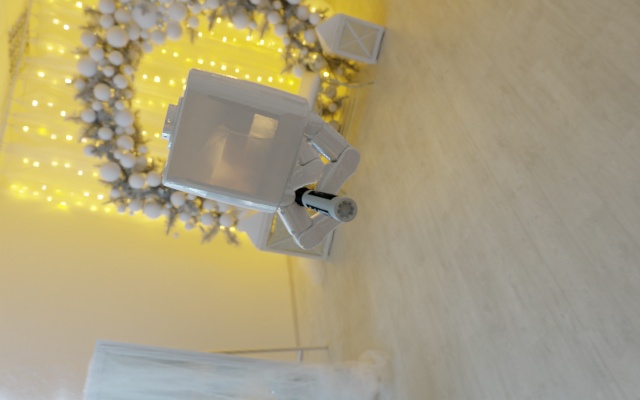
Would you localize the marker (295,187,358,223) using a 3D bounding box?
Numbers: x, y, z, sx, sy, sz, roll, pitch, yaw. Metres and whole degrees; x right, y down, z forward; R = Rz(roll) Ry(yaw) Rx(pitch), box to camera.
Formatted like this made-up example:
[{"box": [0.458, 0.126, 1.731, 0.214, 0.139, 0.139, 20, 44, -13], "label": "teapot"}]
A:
[{"box": [0.000, 0.001, 0.409, 0.020, 0.020, 0.121, 0, 6, -18], "label": "marker"}]
